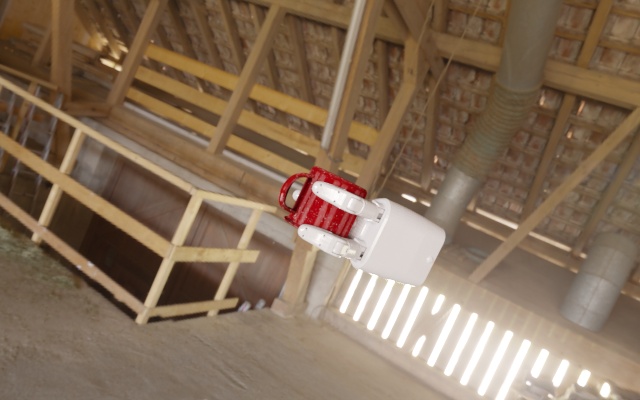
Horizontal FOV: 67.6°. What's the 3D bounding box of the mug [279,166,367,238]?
[{"bbox_3d":[-0.001,0.001,0.627,0.117,0.081,0.093,24,4,-27],"label":"mug"}]
